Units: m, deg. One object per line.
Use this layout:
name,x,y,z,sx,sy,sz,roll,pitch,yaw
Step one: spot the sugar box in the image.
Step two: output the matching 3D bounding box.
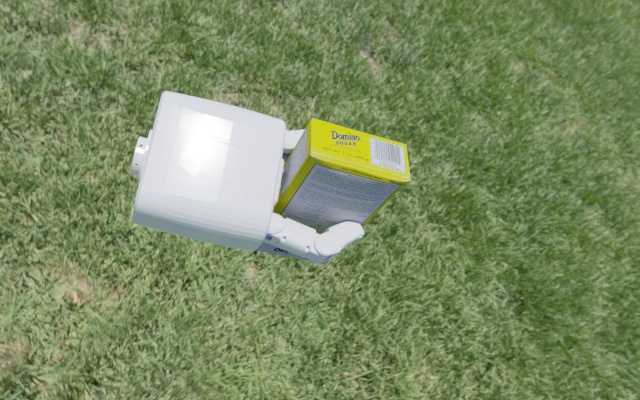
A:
sugar box,0.000,0.001,0.457,0.093,0.048,0.176,13,-32,-19
